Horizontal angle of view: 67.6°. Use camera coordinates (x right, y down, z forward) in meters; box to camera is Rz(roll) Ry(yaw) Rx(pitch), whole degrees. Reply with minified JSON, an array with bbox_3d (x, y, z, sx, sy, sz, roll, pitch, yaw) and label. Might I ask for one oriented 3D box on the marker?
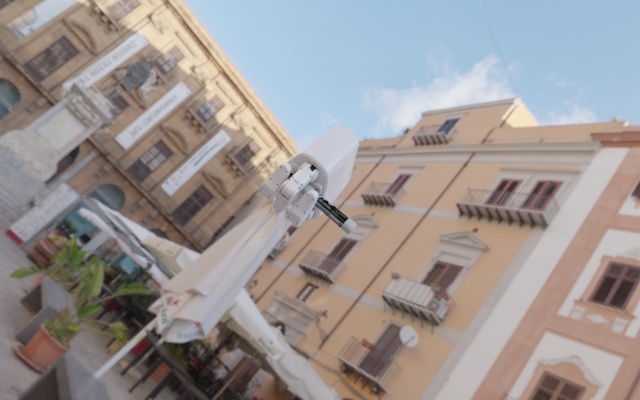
[{"bbox_3d":[0.000,0.002,0.680,0.121,0.020,0.020,41,3,4],"label":"marker"}]
